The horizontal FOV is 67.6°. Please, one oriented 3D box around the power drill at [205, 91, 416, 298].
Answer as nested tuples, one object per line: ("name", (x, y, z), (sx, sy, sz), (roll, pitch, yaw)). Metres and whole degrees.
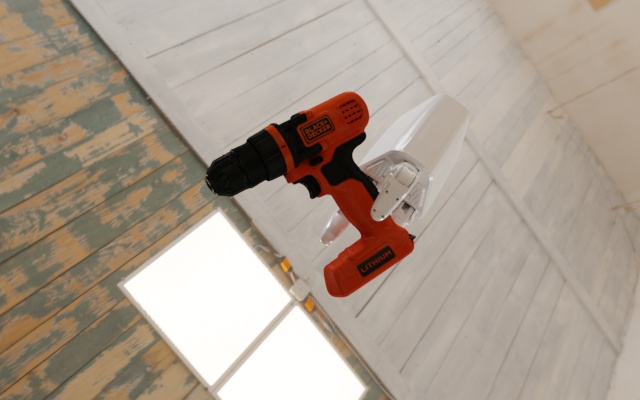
("power drill", (0.001, 0.002, 0.492), (0.184, 0.188, 0.057), (-30, 9, -15))
